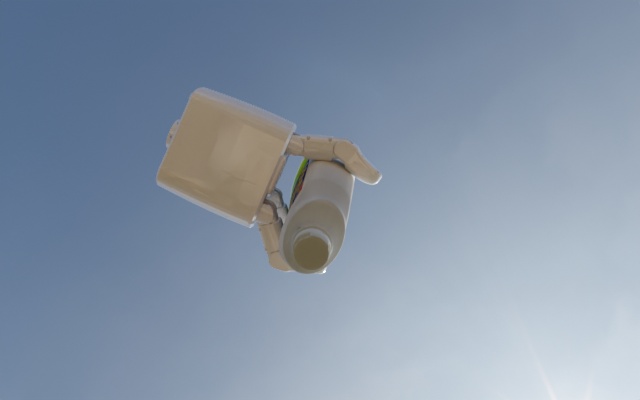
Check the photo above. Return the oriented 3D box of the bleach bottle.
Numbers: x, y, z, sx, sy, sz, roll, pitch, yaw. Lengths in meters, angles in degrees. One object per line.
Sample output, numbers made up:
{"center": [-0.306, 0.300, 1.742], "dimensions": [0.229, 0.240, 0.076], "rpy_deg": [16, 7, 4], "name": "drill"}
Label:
{"center": [0.000, 0.002, 0.487], "dimensions": [0.068, 0.102, 0.250], "rpy_deg": [23, 14, -4], "name": "bleach bottle"}
